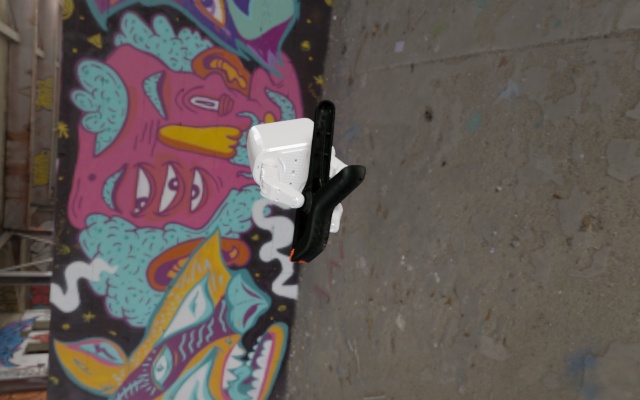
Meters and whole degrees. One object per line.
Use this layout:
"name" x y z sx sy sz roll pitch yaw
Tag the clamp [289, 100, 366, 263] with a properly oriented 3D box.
"clamp" -0.001 0.002 0.580 0.036 0.210 0.164 6 28 -17
